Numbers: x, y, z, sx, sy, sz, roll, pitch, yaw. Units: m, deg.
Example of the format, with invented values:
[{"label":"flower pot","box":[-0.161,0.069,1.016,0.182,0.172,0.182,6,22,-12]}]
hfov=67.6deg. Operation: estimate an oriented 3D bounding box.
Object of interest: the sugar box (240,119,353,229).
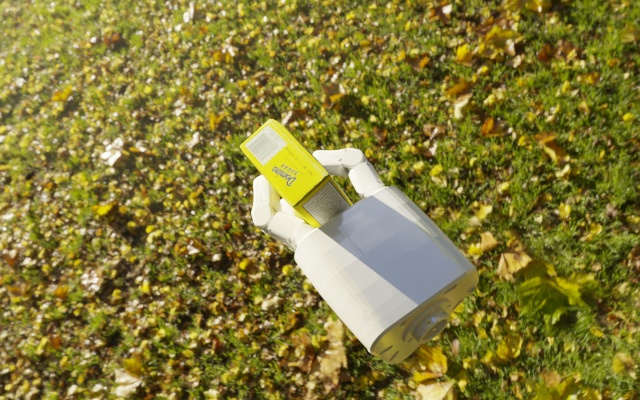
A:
[{"label":"sugar box","box":[0.000,0.002,0.471,0.093,0.048,0.176,47,-2,35]}]
